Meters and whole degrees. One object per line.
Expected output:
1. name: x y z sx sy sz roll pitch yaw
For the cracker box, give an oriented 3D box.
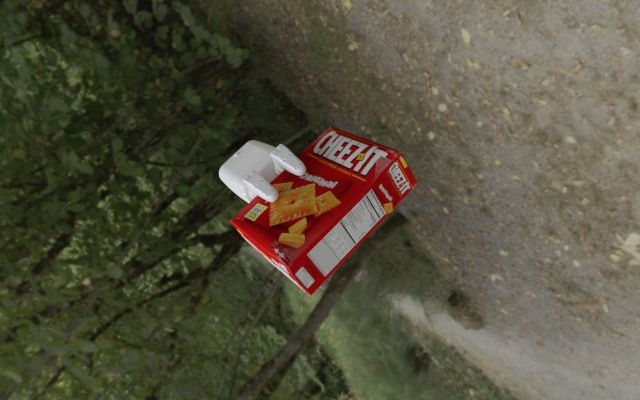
1. cracker box: 0.000 0.002 0.667 0.164 0.213 0.072 31 -19 49
